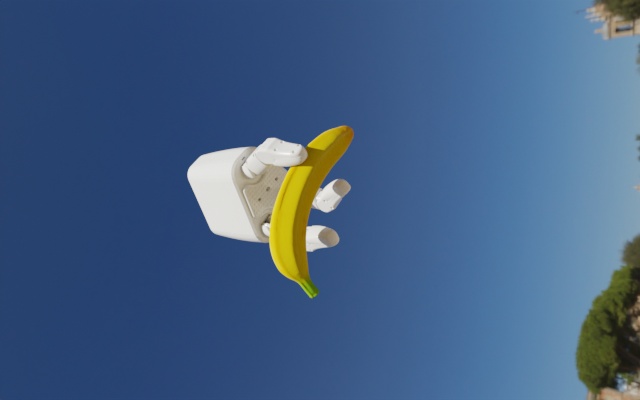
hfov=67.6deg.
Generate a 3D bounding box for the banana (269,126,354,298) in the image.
[{"bbox_3d":[-0.014,-0.002,0.510,0.070,0.197,0.037,27,-20,-38],"label":"banana"}]
